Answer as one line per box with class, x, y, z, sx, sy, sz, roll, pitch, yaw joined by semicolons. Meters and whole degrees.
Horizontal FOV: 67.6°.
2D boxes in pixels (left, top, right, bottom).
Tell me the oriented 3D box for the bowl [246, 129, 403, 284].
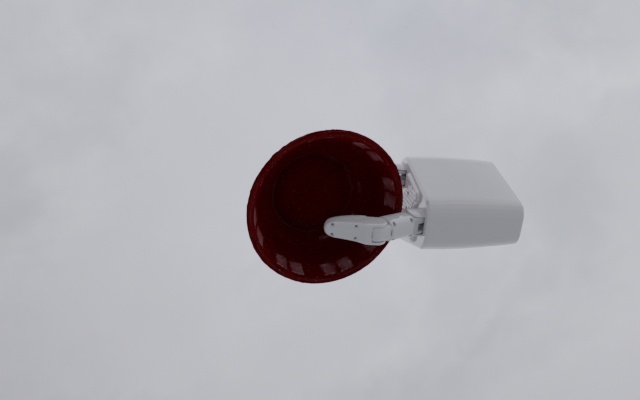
bowl;-0.001;0.001;0.488;0.162;0.162;0.055;0;21;-20
